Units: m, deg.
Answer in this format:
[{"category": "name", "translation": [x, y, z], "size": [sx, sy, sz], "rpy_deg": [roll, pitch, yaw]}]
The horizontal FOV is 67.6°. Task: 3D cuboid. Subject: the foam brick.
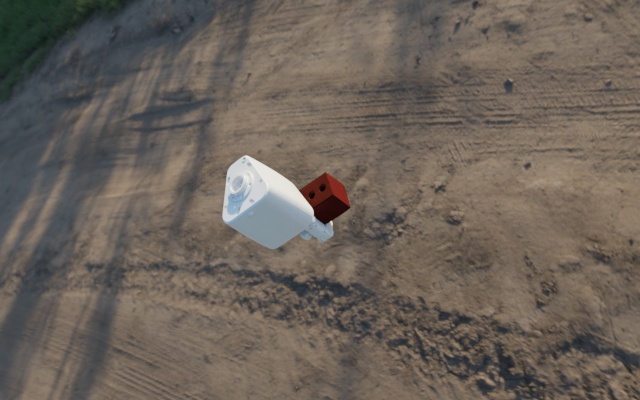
[{"category": "foam brick", "translation": [0.000, 0.002, 0.778], "size": [0.078, 0.053, 0.051], "rpy_deg": [-34, -44, 20]}]
